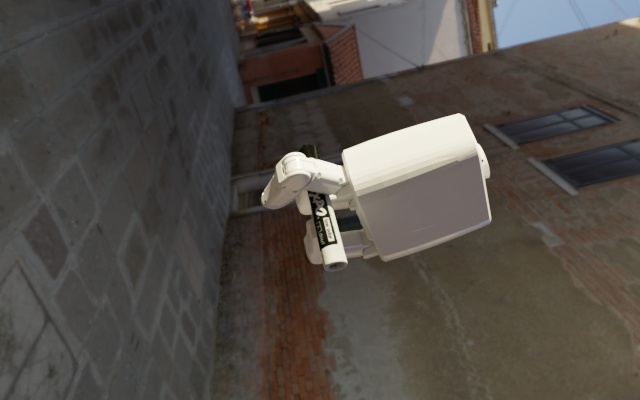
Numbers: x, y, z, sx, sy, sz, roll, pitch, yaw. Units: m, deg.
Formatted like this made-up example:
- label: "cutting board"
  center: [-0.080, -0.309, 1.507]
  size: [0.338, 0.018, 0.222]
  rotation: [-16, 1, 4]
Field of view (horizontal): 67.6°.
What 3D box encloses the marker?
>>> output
- label: "marker"
  center: [0.000, 0.001, 0.404]
  size: [0.020, 0.121, 0.020]
  rotation: [-10, -31, -6]
